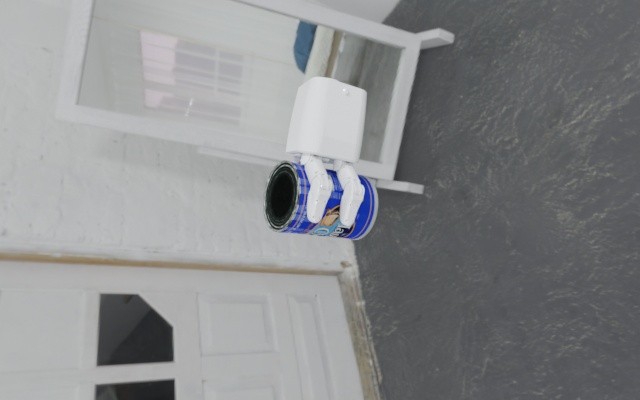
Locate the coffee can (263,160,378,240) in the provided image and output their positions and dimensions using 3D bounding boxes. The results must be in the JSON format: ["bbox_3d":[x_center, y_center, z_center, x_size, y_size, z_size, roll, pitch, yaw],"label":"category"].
[{"bbox_3d":[0.000,0.003,0.712,0.140,0.103,0.103,8,-5,-33],"label":"coffee can"}]
